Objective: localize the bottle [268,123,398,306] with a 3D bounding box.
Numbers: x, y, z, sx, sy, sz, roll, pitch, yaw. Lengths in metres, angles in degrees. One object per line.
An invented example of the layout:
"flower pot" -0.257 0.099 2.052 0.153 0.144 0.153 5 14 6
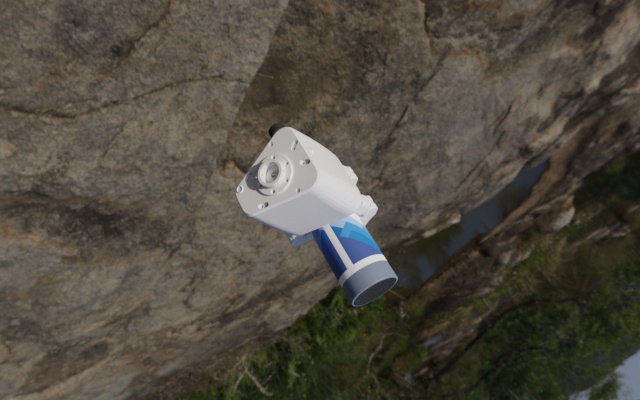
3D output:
"bottle" 0.000 0.002 0.661 0.069 0.295 0.069 -24 -29 -14
